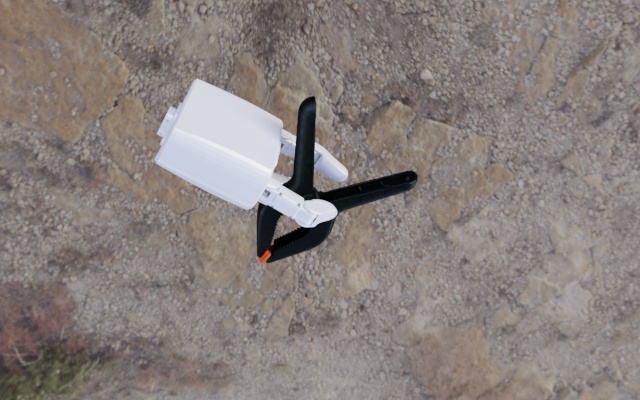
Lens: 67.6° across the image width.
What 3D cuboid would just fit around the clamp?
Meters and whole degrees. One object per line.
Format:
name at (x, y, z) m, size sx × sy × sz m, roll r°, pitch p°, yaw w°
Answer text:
clamp at (0.000, 0.003, 0.560) m, size 0.164 × 0.210 × 0.036 m, roll 27°, pitch 26°, yaw -20°
